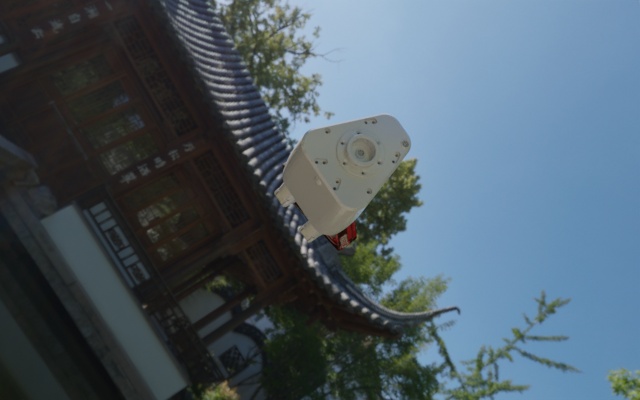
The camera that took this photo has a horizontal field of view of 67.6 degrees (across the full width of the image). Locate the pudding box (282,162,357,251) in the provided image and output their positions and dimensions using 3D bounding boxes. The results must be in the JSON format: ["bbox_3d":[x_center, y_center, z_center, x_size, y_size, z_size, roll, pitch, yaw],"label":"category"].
[{"bbox_3d":[0.000,0.002,0.640,0.039,0.113,0.090,-32,-34,-17],"label":"pudding box"}]
